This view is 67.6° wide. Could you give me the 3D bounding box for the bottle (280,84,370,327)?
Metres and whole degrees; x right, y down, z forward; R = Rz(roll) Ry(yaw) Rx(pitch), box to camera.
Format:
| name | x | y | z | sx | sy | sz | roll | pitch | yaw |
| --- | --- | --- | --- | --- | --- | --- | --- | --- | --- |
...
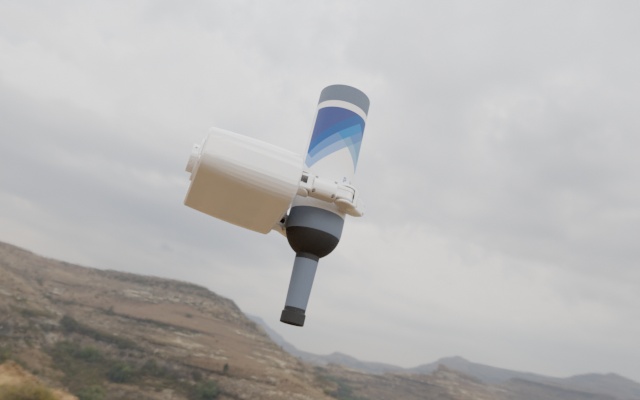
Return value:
| name | x | y | z | sx | sy | sz | roll | pitch | yaw |
| --- | --- | --- | --- | --- | --- | --- | --- | --- | --- |
| bottle | 0.000 | 0.002 | 0.576 | 0.069 | 0.295 | 0.069 | 12 | -19 | 4 |
